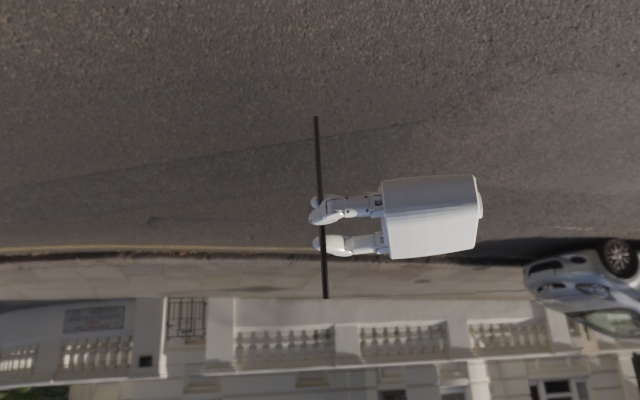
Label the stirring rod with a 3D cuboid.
[{"bbox_3d":[0.000,0.002,0.601,0.011,0.239,0.011,-3,-19,-1],"label":"stirring rod"}]
